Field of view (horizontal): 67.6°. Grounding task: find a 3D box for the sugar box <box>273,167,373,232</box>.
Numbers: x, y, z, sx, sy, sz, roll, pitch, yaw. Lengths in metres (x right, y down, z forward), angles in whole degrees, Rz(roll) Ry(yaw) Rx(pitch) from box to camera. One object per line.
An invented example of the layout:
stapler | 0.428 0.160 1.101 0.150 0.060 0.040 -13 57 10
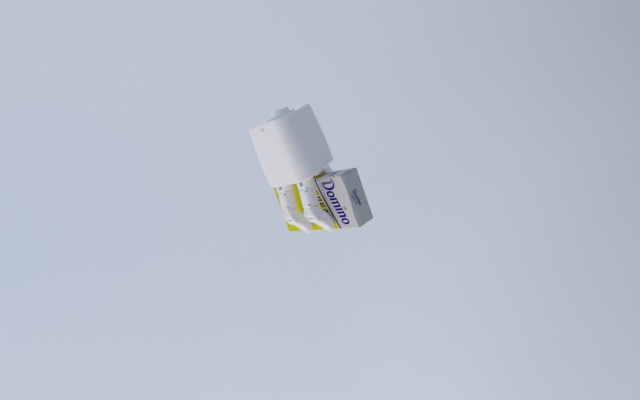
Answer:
sugar box | 0.000 0.003 0.822 0.048 0.093 0.176 -30 15 -39
